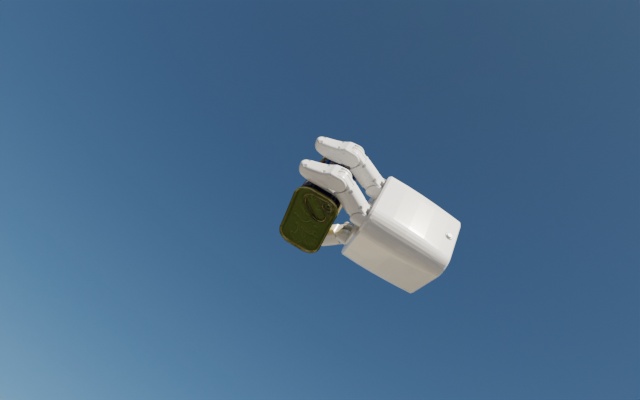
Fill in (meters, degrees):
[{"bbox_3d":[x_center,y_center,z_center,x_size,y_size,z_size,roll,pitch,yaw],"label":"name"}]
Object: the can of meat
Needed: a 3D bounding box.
[{"bbox_3d":[0.000,0.002,0.599,0.057,0.102,0.084,30,45,5],"label":"can of meat"}]
